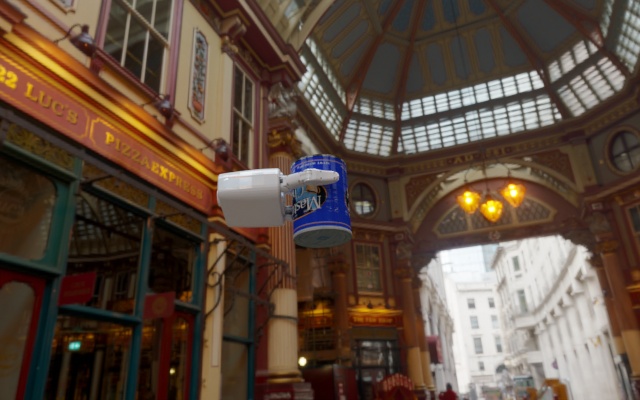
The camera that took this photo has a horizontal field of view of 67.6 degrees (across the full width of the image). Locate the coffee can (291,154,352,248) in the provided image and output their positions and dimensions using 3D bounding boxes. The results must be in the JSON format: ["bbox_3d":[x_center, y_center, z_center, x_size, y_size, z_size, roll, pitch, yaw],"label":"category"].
[{"bbox_3d":[0.000,0.003,0.852,0.103,0.140,0.103,-3,-23,-1],"label":"coffee can"}]
